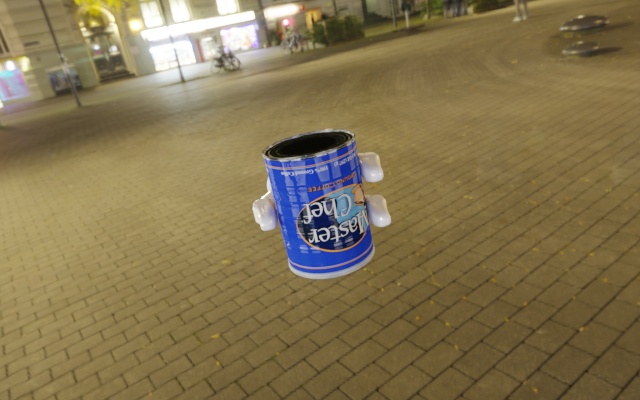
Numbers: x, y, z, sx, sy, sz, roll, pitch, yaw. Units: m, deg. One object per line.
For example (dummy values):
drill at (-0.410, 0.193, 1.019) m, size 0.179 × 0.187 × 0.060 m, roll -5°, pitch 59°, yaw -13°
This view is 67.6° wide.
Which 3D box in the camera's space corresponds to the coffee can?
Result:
coffee can at (0.000, 0.002, 0.537) m, size 0.103 × 0.140 × 0.102 m, roll -10°, pitch 21°, yaw 4°
